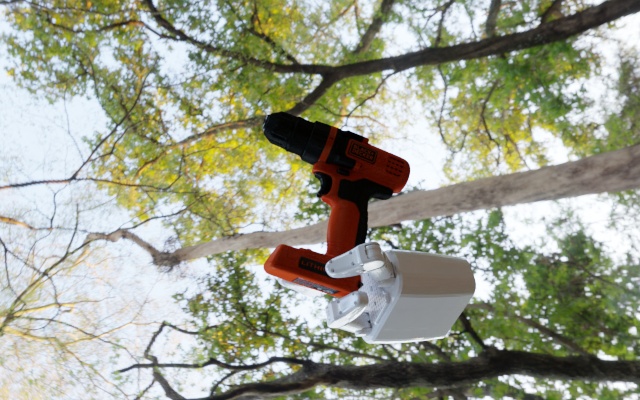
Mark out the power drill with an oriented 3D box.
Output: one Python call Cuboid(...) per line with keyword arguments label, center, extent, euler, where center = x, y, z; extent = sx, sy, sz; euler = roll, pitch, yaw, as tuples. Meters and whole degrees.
Cuboid(label="power drill", center=(0.000, 0.002, 0.541), extent=(0.184, 0.187, 0.057), euler=(20, -19, -6))
